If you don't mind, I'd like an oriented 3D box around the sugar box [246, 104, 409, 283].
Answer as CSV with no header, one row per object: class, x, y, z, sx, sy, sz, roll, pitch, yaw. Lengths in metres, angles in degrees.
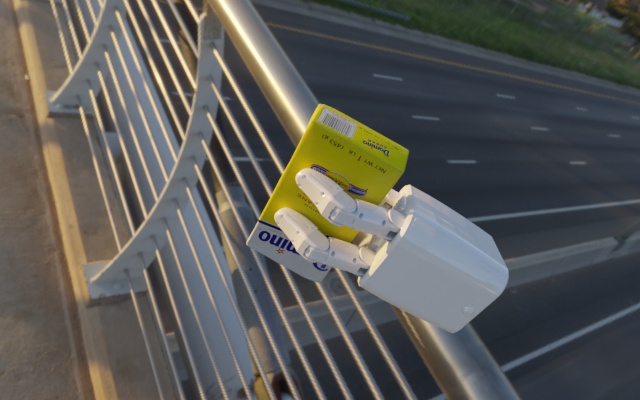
sugar box,0.000,0.002,0.468,0.093,0.176,0.048,29,37,-3
